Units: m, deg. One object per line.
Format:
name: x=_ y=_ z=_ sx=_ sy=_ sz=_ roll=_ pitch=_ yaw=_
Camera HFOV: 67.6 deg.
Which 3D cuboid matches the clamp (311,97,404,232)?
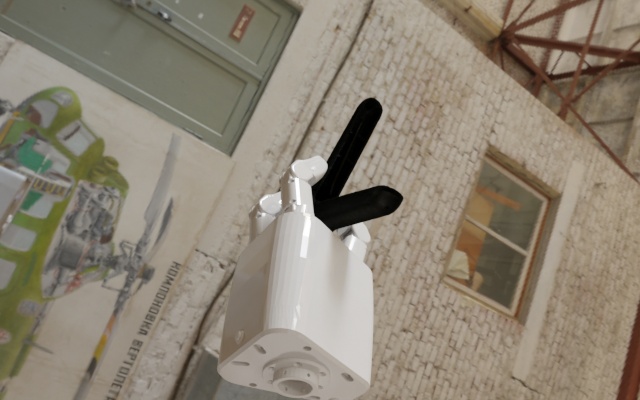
clamp: x=0.000 y=0.002 z=0.469 sx=0.036 sy=0.164 sz=0.210 roll=31 pitch=-52 yaw=-21
